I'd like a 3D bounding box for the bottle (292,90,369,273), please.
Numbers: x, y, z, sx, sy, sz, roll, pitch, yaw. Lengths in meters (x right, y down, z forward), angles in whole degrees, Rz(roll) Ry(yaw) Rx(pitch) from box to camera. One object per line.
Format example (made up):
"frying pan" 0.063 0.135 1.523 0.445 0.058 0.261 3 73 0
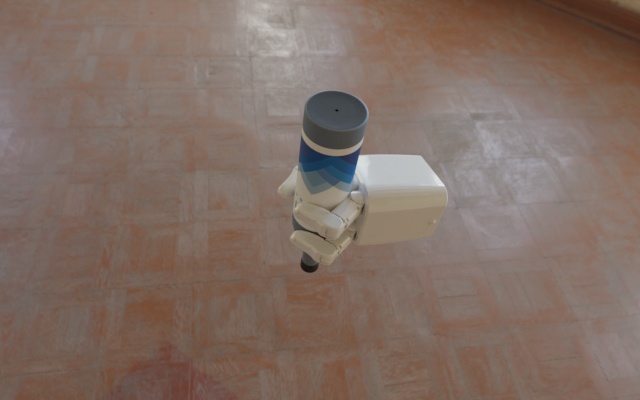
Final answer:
"bottle" 0.000 0.002 0.598 0.069 0.069 0.296 0 -40 -8
